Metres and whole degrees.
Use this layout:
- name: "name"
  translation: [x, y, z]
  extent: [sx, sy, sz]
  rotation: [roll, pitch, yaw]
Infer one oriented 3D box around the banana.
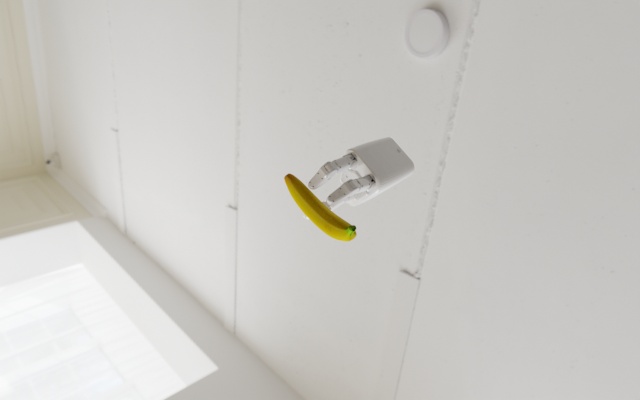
- name: "banana"
  translation: [0.003, 0.019, 0.830]
  extent: [0.037, 0.070, 0.197]
  rotation: [-28, 44, -27]
